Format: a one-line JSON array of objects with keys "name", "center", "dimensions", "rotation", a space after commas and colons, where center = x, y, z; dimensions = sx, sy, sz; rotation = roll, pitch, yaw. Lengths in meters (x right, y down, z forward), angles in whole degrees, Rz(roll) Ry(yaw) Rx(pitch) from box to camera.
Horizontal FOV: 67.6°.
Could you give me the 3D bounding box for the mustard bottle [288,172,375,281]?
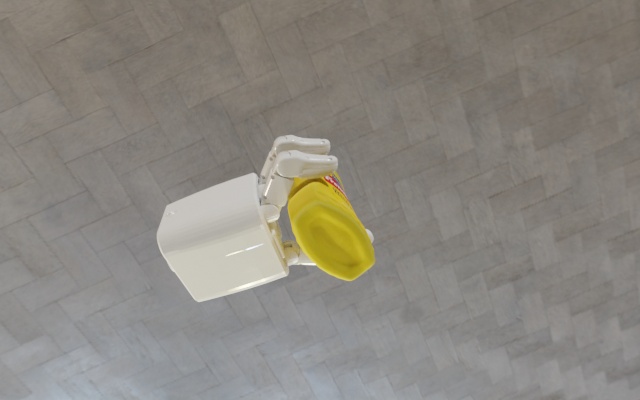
[{"name": "mustard bottle", "center": [0.000, 0.002, 0.520], "dimensions": [0.058, 0.096, 0.191], "rotation": [-40, 23, 9]}]
